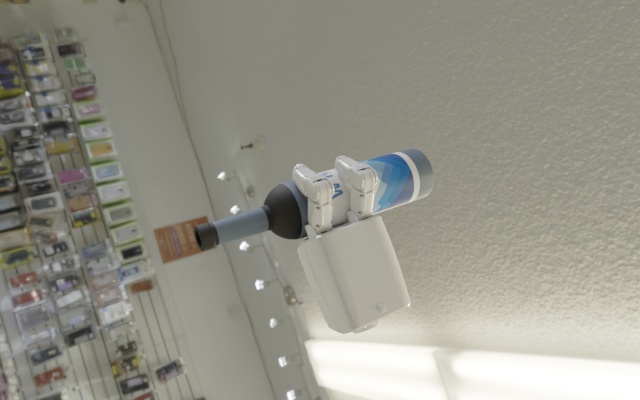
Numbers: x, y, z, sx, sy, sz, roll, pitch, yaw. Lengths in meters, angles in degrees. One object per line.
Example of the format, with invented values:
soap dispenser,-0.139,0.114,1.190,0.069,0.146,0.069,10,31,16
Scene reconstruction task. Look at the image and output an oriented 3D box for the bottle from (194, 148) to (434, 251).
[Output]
bottle,0.000,0.002,0.556,0.295,0.069,0.069,-17,8,-27
